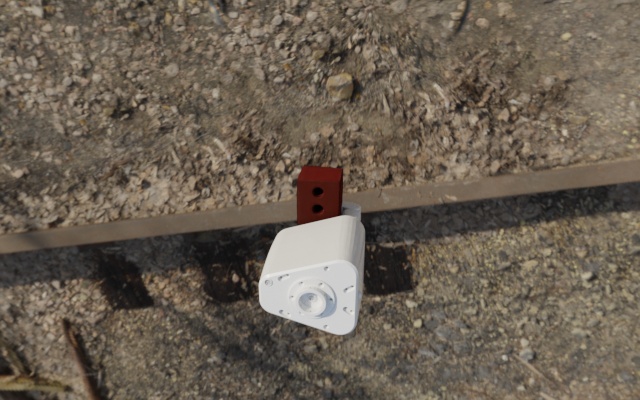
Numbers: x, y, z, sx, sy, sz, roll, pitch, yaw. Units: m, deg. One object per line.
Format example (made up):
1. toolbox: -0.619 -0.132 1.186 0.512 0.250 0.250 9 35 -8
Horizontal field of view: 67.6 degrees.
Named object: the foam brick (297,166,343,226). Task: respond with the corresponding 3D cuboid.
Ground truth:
1. foam brick: 0.000 0.002 0.594 0.053 0.078 0.051 3 22 7
